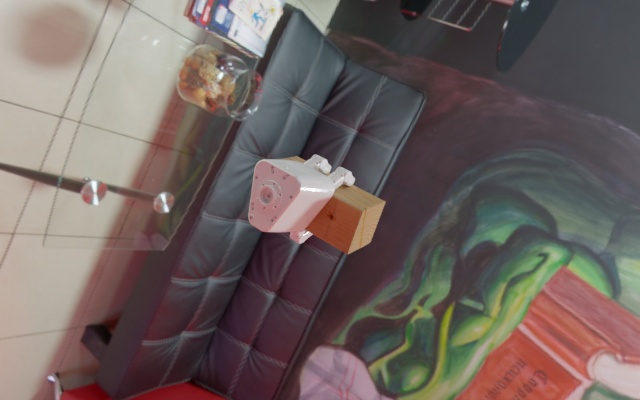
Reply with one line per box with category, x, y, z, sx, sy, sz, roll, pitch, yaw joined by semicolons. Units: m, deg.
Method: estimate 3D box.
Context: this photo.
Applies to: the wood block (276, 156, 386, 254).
wood block;0.000;0.003;0.881;0.206;0.091;0.090;29;25;25
